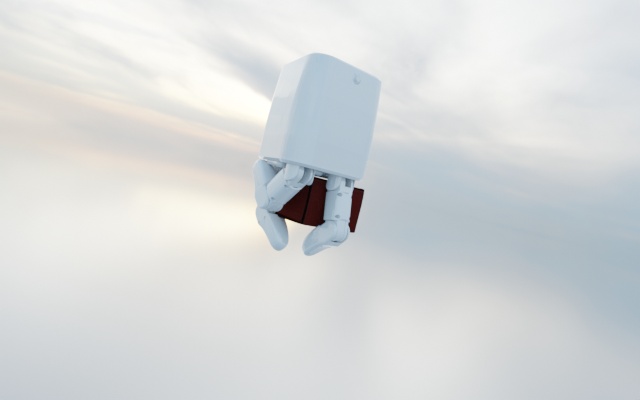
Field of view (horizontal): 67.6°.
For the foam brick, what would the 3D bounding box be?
[{"bbox_3d":[0.000,0.002,0.520,0.078,0.051,0.053,12,2,-41],"label":"foam brick"}]
